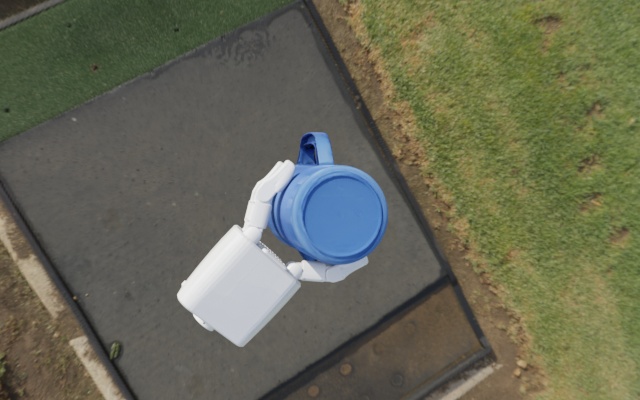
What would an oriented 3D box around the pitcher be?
[{"bbox_3d":[0.000,0.002,0.621,0.149,0.145,0.243,45,-7,-9],"label":"pitcher"}]
